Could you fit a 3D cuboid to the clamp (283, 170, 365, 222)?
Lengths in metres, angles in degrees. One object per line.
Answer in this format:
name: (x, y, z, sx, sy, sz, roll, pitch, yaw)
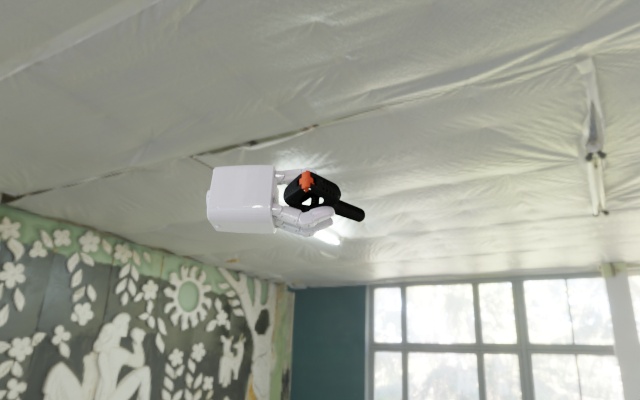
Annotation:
clamp: (0.000, 0.002, 0.807, 0.164, 0.036, 0.210, -2, -20, -1)
